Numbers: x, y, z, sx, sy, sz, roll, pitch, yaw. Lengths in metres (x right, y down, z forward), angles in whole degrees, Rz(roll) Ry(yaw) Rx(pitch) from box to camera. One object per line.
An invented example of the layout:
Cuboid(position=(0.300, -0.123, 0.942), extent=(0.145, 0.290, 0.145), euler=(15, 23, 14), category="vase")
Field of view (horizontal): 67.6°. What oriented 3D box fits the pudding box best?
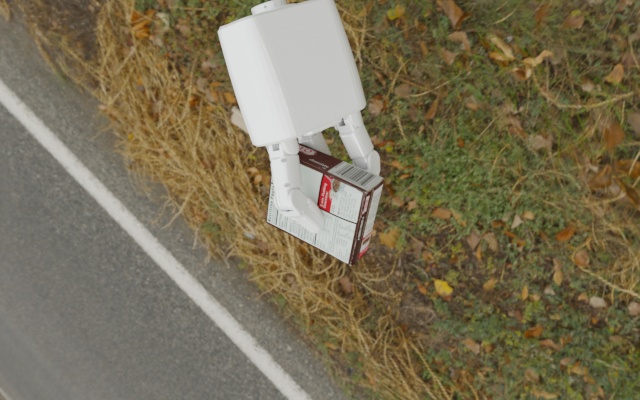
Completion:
Cuboid(position=(0.000, 0.002, 0.483), extent=(0.113, 0.090, 0.039), euler=(26, 36, 26), category="pudding box")
